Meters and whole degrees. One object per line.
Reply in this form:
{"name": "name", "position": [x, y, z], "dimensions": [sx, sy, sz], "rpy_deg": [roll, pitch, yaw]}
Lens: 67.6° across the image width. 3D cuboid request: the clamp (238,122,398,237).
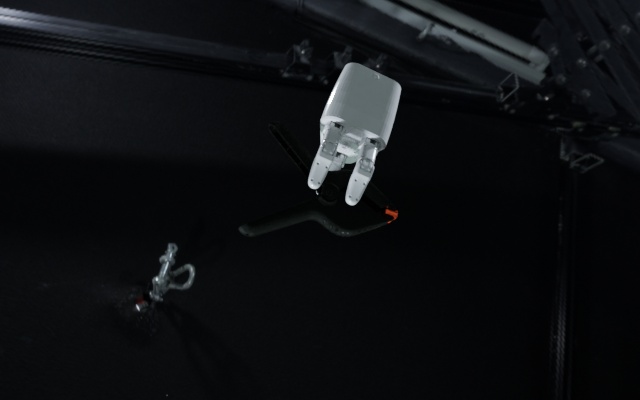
{"name": "clamp", "position": [0.000, 0.002, 0.646], "dimensions": [0.210, 0.164, 0.036], "rpy_deg": [23, -20, -8]}
